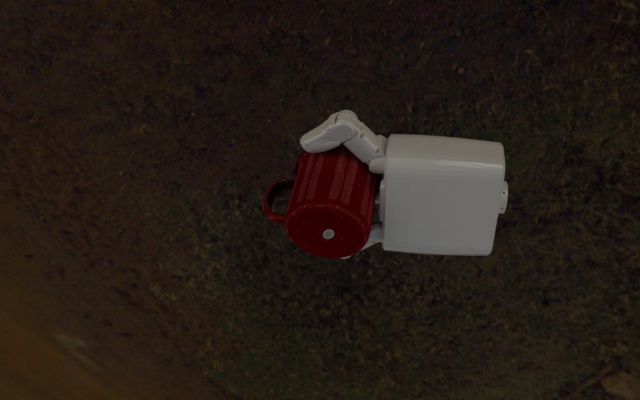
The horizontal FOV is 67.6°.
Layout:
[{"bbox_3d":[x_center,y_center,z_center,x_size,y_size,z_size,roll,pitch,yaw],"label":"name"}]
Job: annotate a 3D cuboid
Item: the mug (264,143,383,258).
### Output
[{"bbox_3d":[-0.001,0.002,0.472,0.117,0.081,0.093,3,-44,11],"label":"mug"}]
